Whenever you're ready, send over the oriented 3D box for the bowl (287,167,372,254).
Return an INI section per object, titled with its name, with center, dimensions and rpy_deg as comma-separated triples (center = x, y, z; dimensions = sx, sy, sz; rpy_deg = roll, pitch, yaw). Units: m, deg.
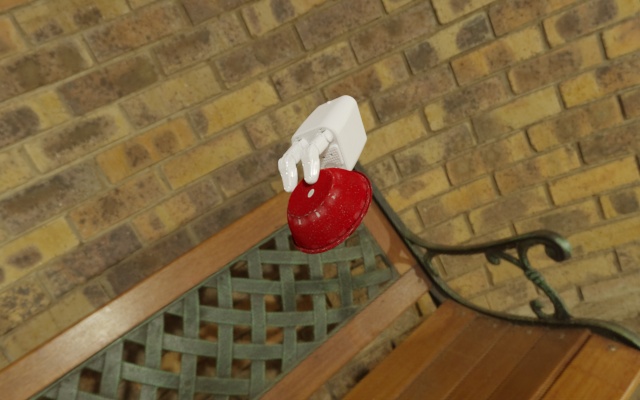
[bowl]
center = 0.000, 0.003, 0.754
dimensions = 0.162, 0.162, 0.055
rpy_deg = 0, -34, 47
